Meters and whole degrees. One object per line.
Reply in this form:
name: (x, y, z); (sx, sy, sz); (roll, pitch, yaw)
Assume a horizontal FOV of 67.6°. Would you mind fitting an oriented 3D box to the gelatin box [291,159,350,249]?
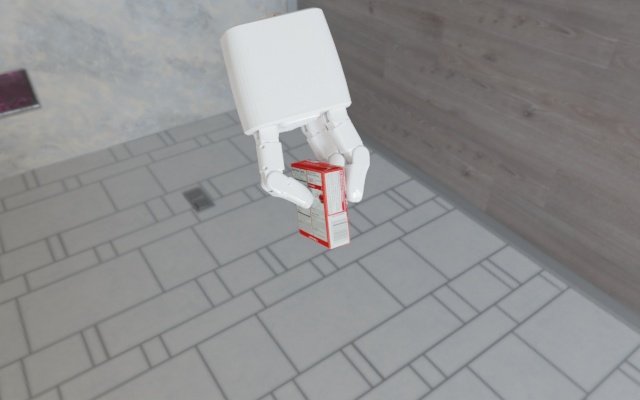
gelatin box: (0.000, 0.002, 0.536); (0.030, 0.089, 0.073); (-13, 16, -28)
